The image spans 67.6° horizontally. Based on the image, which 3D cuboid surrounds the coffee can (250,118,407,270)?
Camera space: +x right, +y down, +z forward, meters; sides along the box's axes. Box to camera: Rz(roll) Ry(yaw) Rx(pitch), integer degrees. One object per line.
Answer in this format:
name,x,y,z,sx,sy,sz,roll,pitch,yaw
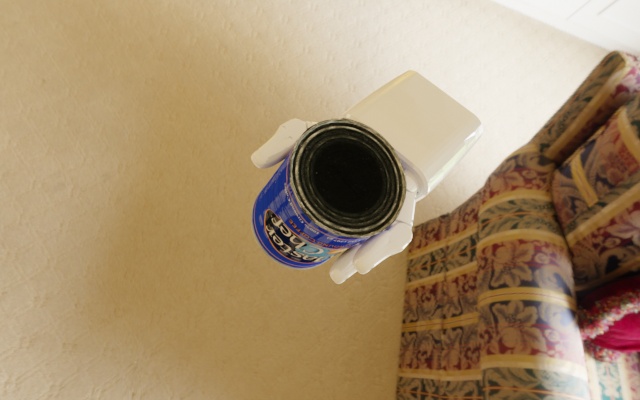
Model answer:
coffee can,0.000,0.002,0.444,0.103,0.102,0.140,0,-17,-21
